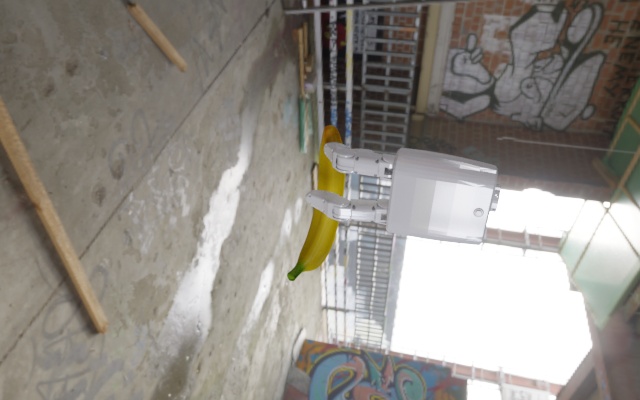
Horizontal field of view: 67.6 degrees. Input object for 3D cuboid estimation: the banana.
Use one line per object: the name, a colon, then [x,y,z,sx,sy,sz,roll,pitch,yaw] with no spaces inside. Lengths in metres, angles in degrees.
banana: [0.005,0.006,0.609,0.037,0.198,0.069,13,1,18]
